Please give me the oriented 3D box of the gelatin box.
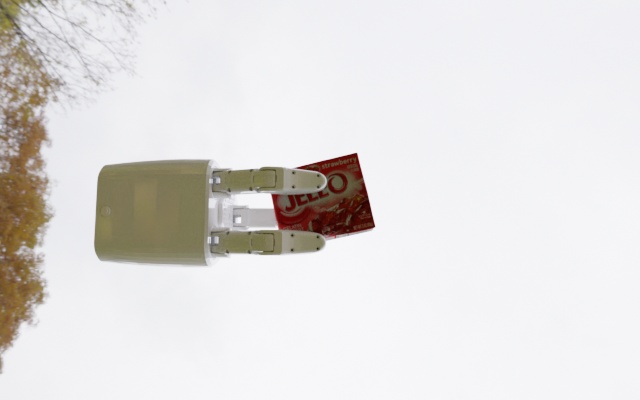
[{"bbox_3d":[0.000,0.001,0.448,0.089,0.073,0.030,-13,-9,-2],"label":"gelatin box"}]
